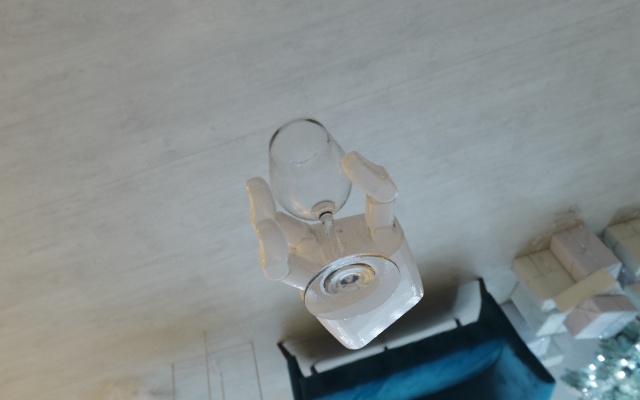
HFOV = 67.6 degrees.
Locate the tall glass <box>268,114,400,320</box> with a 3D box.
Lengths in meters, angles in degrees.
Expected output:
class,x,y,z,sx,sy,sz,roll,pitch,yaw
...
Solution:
class,x,y,z,sx,sy,sz,roll,pitch,yaw
tall glass,0.000,0.002,0.422,0.079,0.079,0.201,0,41,-19
